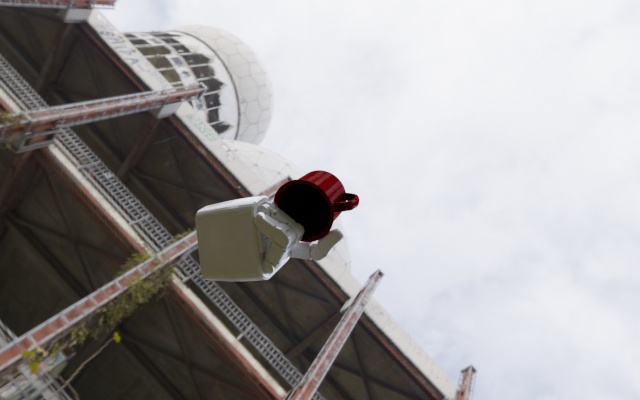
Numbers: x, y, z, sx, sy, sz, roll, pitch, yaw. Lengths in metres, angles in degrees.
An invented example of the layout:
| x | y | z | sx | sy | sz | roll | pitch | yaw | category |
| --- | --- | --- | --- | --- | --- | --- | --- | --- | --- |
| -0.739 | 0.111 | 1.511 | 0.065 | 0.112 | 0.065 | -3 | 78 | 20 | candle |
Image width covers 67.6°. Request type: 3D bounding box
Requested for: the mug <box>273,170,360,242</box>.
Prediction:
| x | y | z | sx | sy | sz | roll | pitch | yaw | category |
| --- | --- | --- | --- | --- | --- | --- | --- | --- | --- |
| 0.001 | 0.002 | 0.696 | 0.117 | 0.093 | 0.081 | -5 | 16 | 23 | mug |
